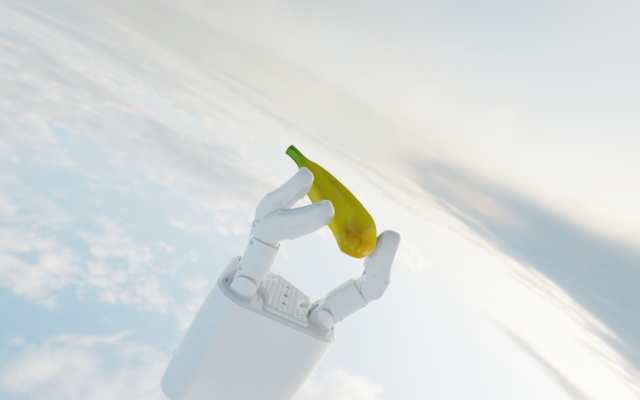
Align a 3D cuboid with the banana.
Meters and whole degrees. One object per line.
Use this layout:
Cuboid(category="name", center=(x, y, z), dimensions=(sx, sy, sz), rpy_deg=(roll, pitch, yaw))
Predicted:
Cuboid(category="banana", center=(0.013, 0.008, 0.435), dimensions=(0.070, 0.037, 0.197), rpy_deg=(30, 11, -29))
